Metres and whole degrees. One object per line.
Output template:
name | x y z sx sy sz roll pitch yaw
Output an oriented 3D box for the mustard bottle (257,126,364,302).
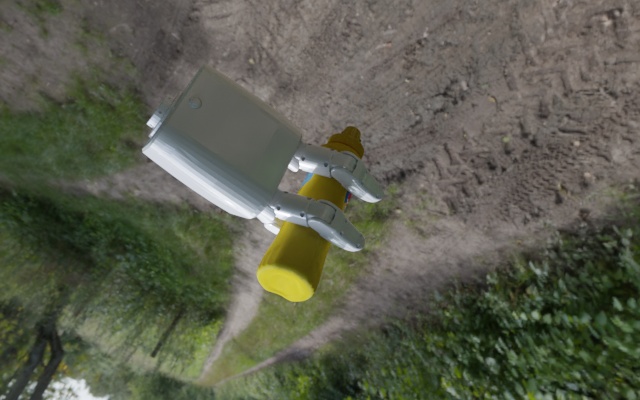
mustard bottle | 0.000 0.002 0.482 0.058 0.191 0.096 23 -26 1
